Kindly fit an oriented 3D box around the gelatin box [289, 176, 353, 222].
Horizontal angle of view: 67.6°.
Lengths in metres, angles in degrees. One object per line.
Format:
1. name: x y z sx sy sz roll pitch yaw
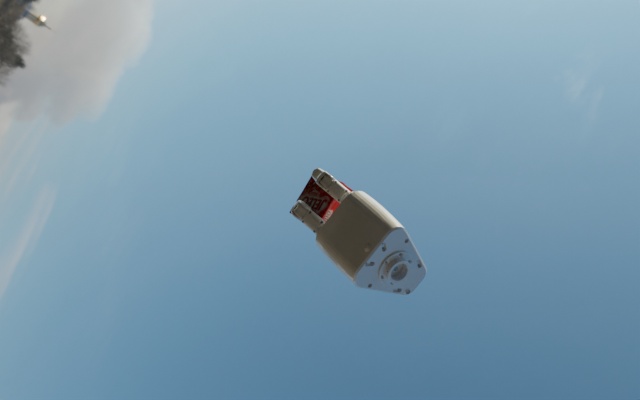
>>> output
1. gelatin box: 0.000 0.003 0.725 0.030 0.073 0.089 35 -8 -33
